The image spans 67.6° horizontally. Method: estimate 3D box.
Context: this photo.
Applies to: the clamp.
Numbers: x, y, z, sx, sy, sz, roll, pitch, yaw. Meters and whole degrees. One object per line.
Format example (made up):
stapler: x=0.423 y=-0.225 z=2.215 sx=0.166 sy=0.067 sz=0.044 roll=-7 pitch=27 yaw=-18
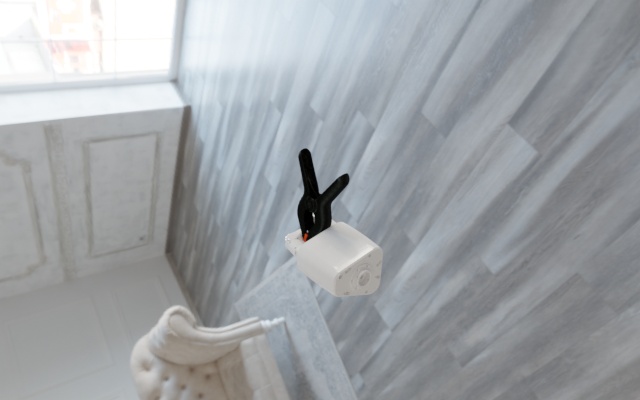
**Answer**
clamp: x=0.000 y=0.003 z=0.846 sx=0.039 sy=0.171 sz=0.120 roll=-15 pitch=29 yaw=-33
